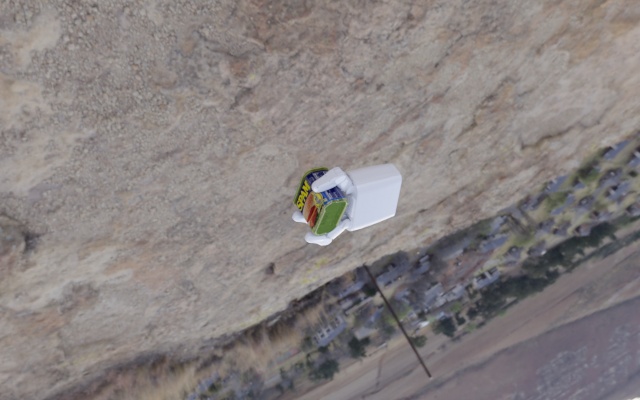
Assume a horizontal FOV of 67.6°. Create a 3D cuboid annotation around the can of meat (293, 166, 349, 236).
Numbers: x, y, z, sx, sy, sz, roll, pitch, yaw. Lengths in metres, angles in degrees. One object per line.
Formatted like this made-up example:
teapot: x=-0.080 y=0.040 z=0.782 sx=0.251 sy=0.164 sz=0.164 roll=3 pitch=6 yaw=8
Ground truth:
can of meat: x=0.000 y=0.003 z=0.873 sx=0.057 sy=0.084 sz=0.102 roll=-13 pitch=-36 yaw=-31
